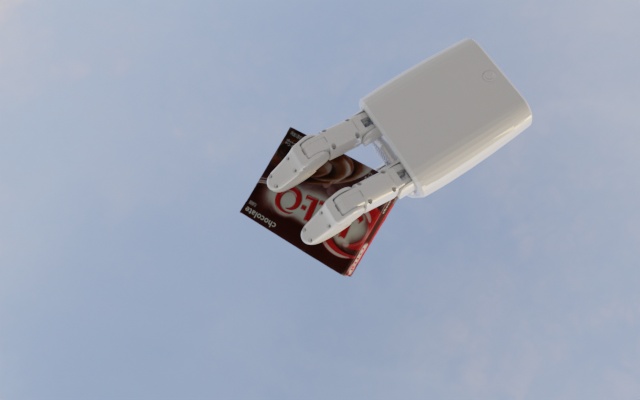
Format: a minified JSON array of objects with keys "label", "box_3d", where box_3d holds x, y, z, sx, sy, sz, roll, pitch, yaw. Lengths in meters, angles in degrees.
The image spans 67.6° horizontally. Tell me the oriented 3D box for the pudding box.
[{"label":"pudding box","box_3d":[0.000,0.001,0.421,0.113,0.090,0.039,29,-4,19]}]
